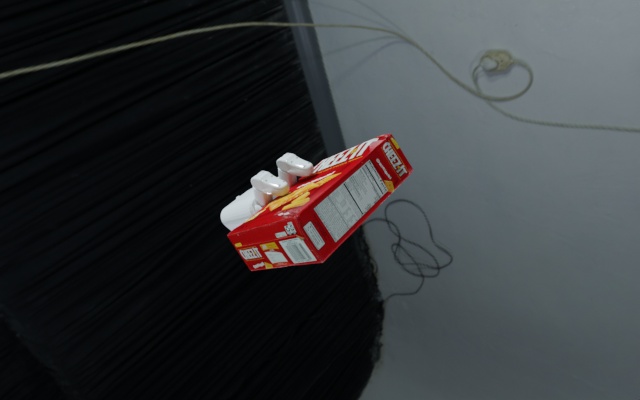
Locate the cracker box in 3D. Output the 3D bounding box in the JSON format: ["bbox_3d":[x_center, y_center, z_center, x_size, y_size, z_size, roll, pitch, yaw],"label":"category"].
[{"bbox_3d":[0.000,0.002,0.652,0.164,0.072,0.213,-16,20,51],"label":"cracker box"}]
